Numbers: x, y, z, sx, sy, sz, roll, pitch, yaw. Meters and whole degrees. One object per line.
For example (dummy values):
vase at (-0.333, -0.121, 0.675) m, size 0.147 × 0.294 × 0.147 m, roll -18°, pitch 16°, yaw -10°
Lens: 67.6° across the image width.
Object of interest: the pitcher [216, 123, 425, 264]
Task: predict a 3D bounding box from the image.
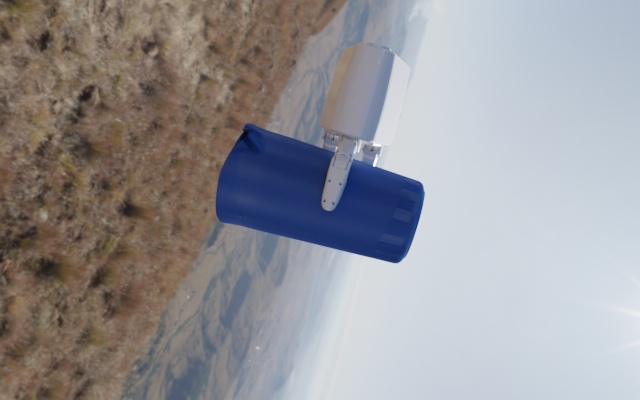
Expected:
pitcher at (0.000, 0.002, 0.615) m, size 0.243 × 0.145 × 0.149 m, roll 17°, pitch 8°, yaw 6°
